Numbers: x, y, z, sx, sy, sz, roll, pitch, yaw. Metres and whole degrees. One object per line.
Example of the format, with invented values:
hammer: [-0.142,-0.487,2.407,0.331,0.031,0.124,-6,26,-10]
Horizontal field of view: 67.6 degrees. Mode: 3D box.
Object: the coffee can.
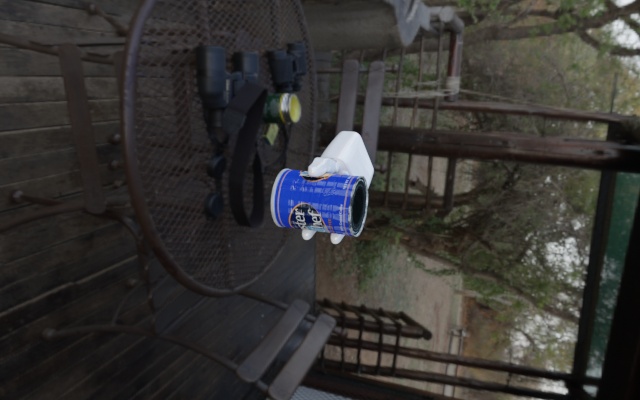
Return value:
coffee can: [0.000,0.003,0.814,0.140,0.103,0.103,7,2,20]
